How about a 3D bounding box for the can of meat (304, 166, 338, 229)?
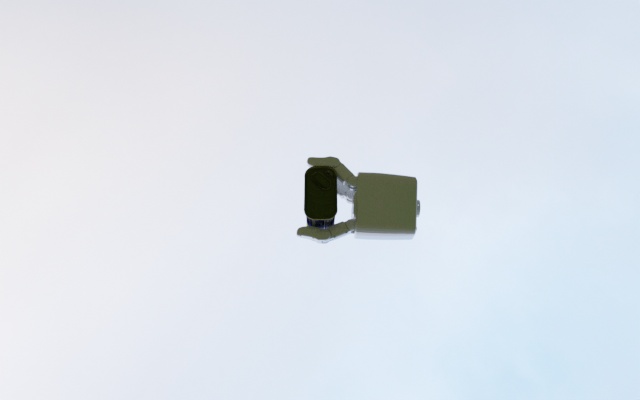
[{"bbox_3d":[0.000,0.003,0.853,0.057,0.102,0.084,0,-25,0],"label":"can of meat"}]
